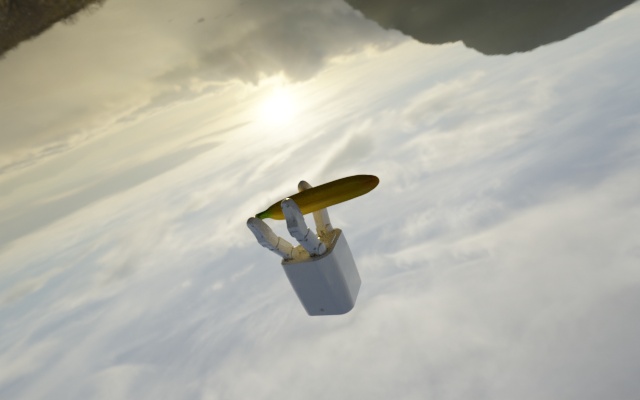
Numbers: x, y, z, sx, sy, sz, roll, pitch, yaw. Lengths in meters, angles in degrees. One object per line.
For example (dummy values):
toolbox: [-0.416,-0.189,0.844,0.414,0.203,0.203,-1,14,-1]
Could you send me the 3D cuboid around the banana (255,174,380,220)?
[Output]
banana: [0.000,-0.002,0.733,0.198,0.037,0.069,-19,13,14]
